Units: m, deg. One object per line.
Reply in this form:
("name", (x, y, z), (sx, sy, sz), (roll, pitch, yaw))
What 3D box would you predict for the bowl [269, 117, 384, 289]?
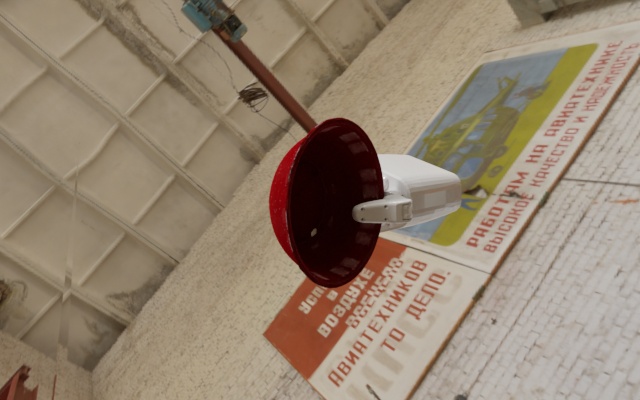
("bowl", (-0.001, 0.001, 0.469), (0.055, 0.162, 0.162), (4, 2, 37))
